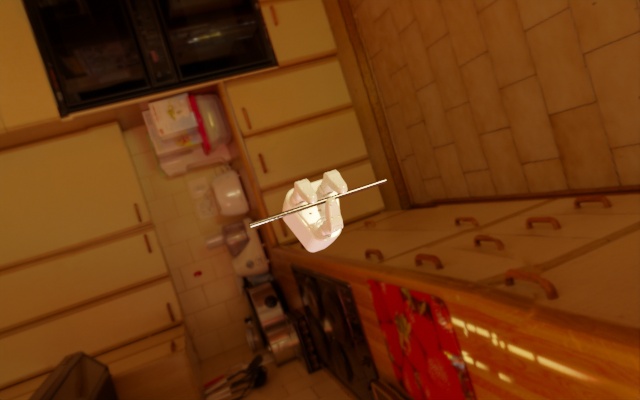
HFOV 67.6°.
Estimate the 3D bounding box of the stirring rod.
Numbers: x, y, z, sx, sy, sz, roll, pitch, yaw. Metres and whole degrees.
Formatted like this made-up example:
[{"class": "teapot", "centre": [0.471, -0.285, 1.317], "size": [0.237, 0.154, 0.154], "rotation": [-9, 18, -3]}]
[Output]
[{"class": "stirring rod", "centre": [0.000, 0.003, 0.774], "size": [0.239, 0.011, 0.011], "rotation": [-18, 5, -16]}]
